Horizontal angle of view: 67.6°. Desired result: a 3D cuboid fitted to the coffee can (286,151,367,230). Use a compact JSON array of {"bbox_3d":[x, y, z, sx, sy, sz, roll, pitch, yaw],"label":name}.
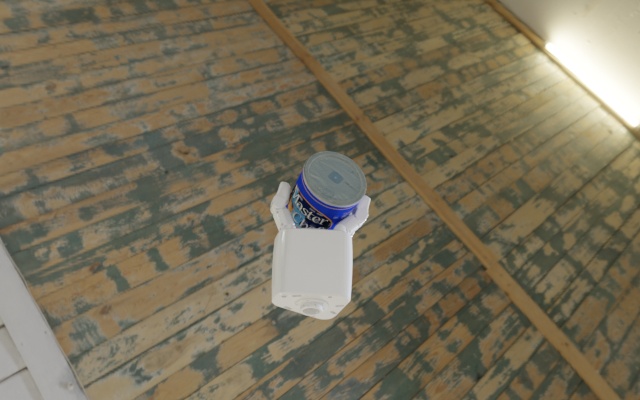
[{"bbox_3d":[0.000,0.002,0.778,0.103,0.102,0.140,0,-33,-24],"label":"coffee can"}]
